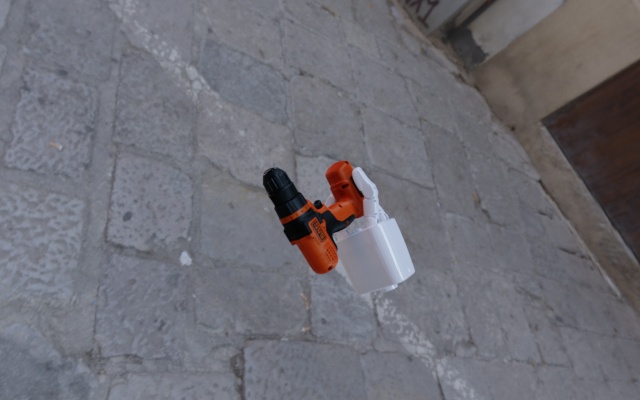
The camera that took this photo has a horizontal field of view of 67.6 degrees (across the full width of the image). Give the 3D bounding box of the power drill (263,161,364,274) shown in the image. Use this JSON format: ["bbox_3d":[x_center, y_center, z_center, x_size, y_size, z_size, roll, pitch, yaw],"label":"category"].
[{"bbox_3d":[0.001,0.003,0.788,0.057,0.184,0.187,-20,13,40],"label":"power drill"}]
